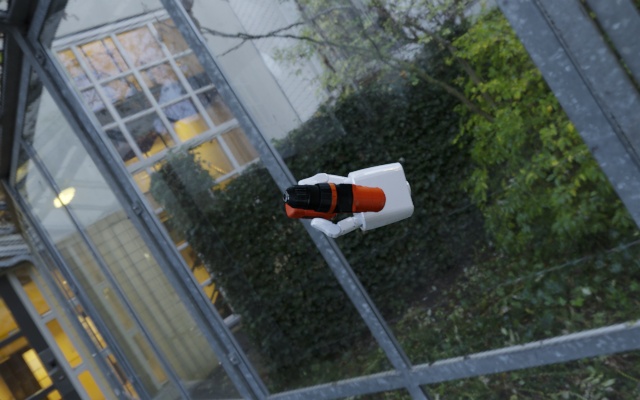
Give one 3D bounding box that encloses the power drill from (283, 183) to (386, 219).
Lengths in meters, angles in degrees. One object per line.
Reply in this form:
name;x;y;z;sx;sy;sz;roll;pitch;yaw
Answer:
power drill;0.000;0.003;0.874;0.184;0.057;0.187;4;-5;-22
